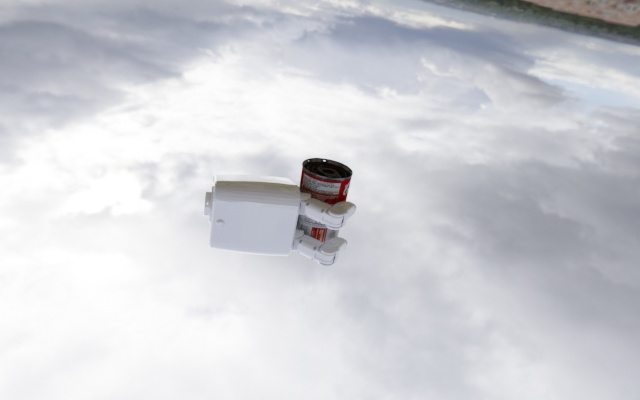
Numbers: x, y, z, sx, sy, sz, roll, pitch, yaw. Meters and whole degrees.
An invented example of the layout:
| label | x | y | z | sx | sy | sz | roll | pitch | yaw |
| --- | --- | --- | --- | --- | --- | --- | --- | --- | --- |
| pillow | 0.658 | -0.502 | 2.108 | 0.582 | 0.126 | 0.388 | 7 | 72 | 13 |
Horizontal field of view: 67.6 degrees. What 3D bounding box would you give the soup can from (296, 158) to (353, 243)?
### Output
| label | x | y | z | sx | sy | sz | roll | pitch | yaw |
| --- | --- | --- | --- | --- | --- | --- | --- | --- | --- |
| soup can | 0.001 | 0.002 | 0.645 | 0.068 | 0.102 | 0.068 | 10 | 25 | -4 |
